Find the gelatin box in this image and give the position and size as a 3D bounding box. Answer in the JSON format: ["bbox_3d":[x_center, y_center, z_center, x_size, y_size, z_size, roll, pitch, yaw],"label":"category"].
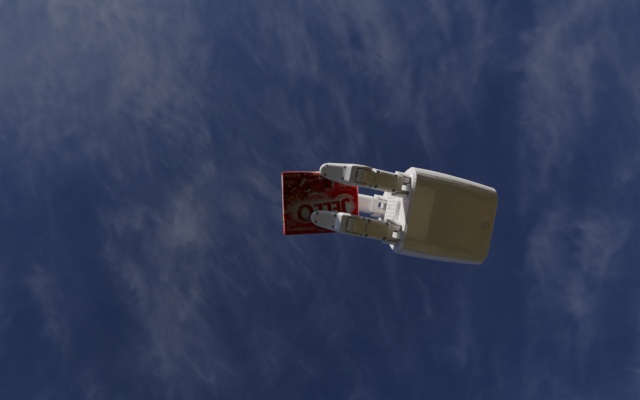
[{"bbox_3d":[0.000,0.002,0.561,0.089,0.073,0.030,-2,1,-4],"label":"gelatin box"}]
